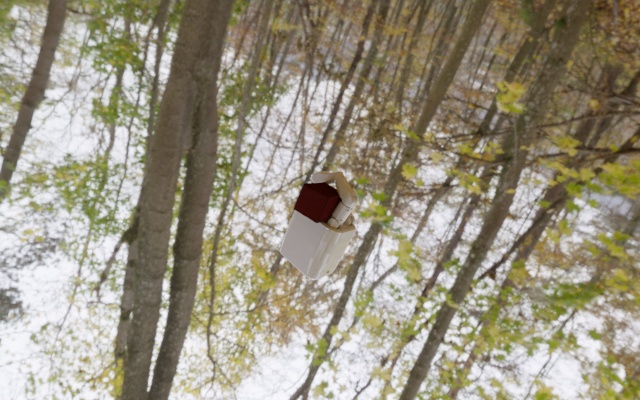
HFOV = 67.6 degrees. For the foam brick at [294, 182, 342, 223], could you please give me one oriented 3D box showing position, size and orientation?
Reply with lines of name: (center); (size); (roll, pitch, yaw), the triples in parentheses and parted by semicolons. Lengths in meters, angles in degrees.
foam brick: (0.000, 0.003, 0.834); (0.053, 0.051, 0.078); (32, 16, 22)
